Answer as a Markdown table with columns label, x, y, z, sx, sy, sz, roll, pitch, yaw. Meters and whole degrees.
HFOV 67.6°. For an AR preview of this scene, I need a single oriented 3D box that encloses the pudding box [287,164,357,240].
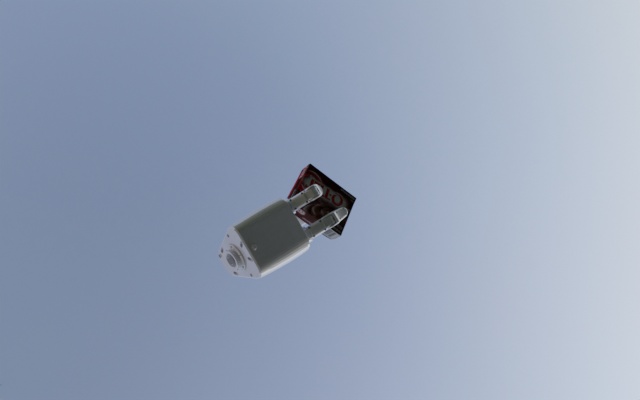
| label | x | y | z | sx | sy | sz | roll | pitch | yaw |
| --- | --- | --- | --- | --- | --- | --- | --- | --- | --- |
| pudding box | 0.000 | 0.003 | 0.851 | 0.113 | 0.090 | 0.039 | 37 | -35 | -17 |
